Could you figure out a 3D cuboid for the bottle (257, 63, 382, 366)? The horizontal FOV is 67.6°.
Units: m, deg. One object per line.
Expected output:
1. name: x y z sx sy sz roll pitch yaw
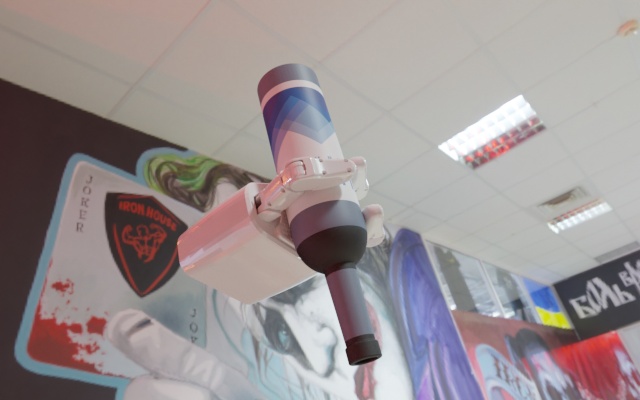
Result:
1. bottle: 0.000 0.001 0.443 0.069 0.295 0.069 -12 -29 -7
